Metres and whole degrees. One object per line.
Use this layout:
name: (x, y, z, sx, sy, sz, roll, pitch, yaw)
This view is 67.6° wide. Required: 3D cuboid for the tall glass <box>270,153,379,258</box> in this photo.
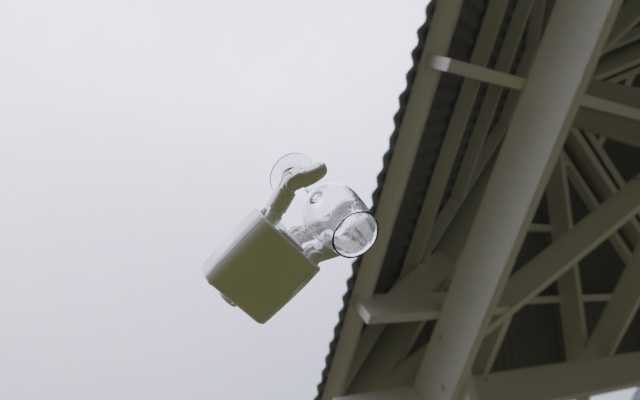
tall glass: (0.000, 0.002, 0.637, 0.079, 0.079, 0.201, 0, 23, -27)
